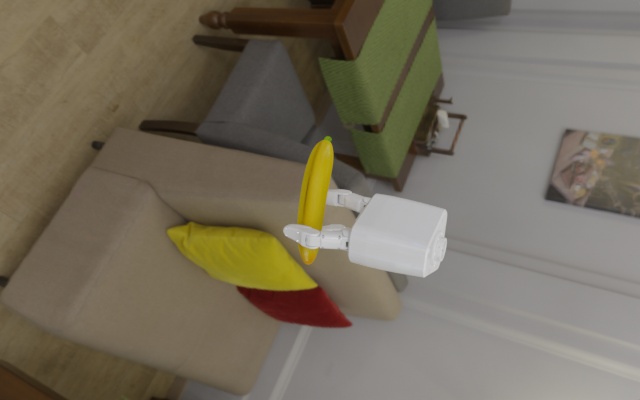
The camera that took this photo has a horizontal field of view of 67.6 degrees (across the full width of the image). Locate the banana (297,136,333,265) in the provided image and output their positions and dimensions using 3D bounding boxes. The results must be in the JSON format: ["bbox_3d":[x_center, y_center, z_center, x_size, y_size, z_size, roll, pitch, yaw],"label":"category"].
[{"bbox_3d":[-0.006,-0.003,0.695,0.037,0.198,0.069,10,-4,21],"label":"banana"}]
